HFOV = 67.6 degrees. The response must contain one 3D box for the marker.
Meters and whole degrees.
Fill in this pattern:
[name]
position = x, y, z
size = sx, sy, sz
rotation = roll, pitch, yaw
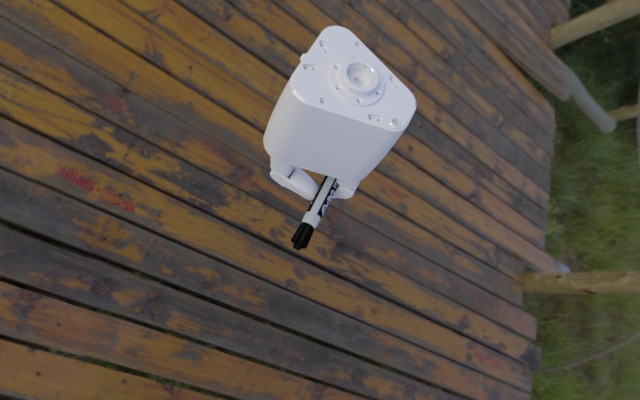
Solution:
[marker]
position = 0.000, 0.002, 0.523
size = 0.020, 0.121, 0.020
rotation = 22, -26, 12
